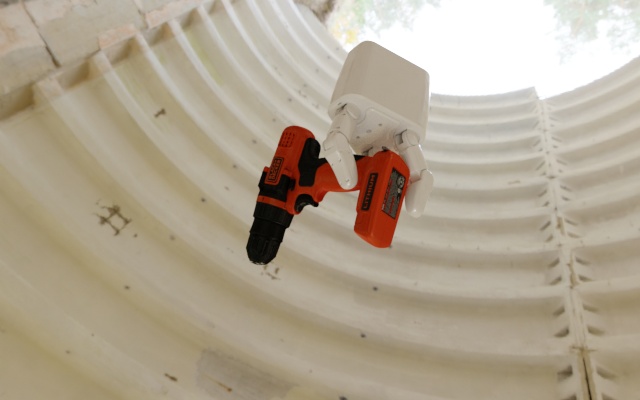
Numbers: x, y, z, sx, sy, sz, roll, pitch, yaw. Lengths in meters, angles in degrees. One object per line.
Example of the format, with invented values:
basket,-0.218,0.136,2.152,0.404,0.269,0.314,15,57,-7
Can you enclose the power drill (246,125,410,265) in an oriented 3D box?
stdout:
power drill,0.001,0.002,0.565,0.187,0.184,0.057,10,-10,36
